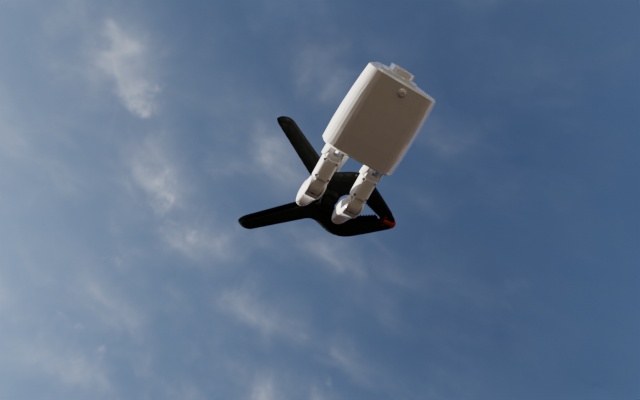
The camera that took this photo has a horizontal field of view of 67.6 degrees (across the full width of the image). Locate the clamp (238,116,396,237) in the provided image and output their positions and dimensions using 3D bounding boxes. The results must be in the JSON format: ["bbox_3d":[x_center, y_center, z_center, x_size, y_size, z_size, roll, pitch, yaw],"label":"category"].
[{"bbox_3d":[0.001,0.002,0.653,0.210,0.164,0.036,27,20,-13],"label":"clamp"}]
